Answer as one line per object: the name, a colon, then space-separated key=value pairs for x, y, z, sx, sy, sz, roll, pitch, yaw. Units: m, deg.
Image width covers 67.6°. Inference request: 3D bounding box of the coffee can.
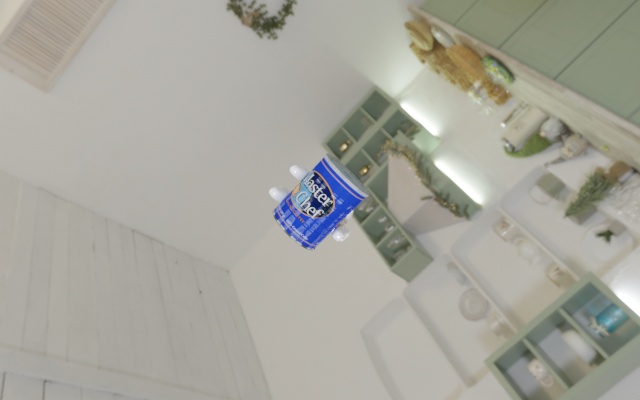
coffee can: x=0.000 y=0.003 z=0.837 sx=0.103 sy=0.140 sz=0.102 roll=42 pitch=12 yaw=-11
